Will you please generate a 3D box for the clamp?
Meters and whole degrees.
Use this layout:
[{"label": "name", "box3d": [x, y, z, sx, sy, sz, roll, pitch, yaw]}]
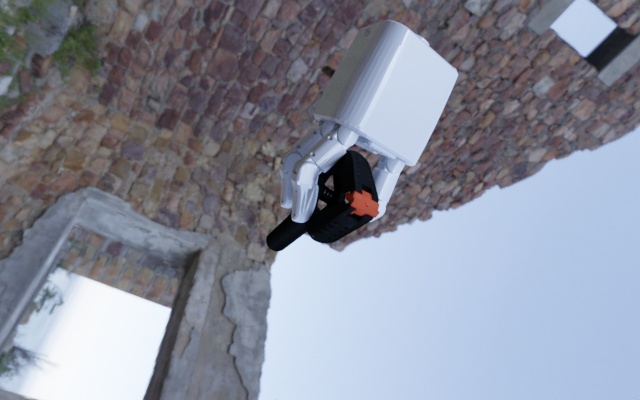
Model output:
[{"label": "clamp", "box3d": [0.001, 0.002, 0.495, 0.036, 0.164, 0.210, 24, 5, -20]}]
